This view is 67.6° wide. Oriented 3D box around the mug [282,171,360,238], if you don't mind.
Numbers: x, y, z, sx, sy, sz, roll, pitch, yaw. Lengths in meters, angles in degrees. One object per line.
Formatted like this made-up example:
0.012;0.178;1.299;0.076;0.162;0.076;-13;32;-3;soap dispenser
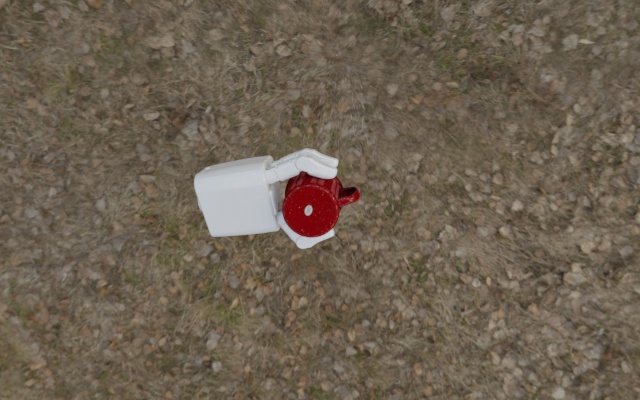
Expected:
0.002;0.002;0.700;0.117;0.093;0.081;-9;16;6;mug
